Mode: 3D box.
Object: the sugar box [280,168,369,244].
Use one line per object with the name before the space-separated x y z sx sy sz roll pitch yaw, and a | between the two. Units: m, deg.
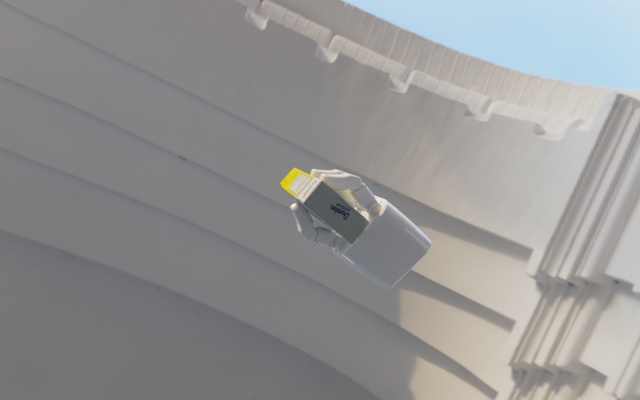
sugar box | 0.001 0.002 0.705 0.093 0.048 0.176 40 -5 -18
